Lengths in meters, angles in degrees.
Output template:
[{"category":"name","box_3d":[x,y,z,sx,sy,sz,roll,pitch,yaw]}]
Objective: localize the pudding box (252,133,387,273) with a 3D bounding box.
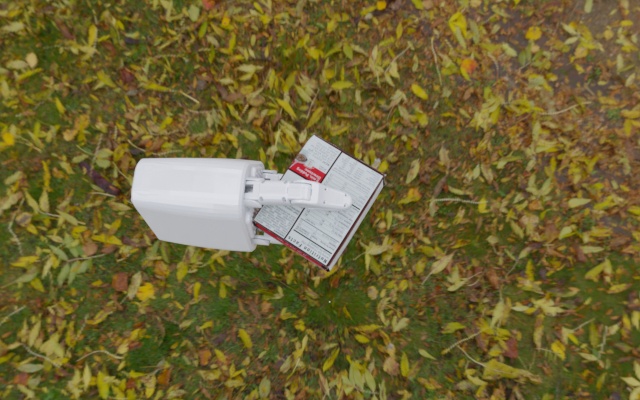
[{"category":"pudding box","box_3d":[0.000,0.002,0.481,0.090,0.113,0.039,32,-8,9]}]
